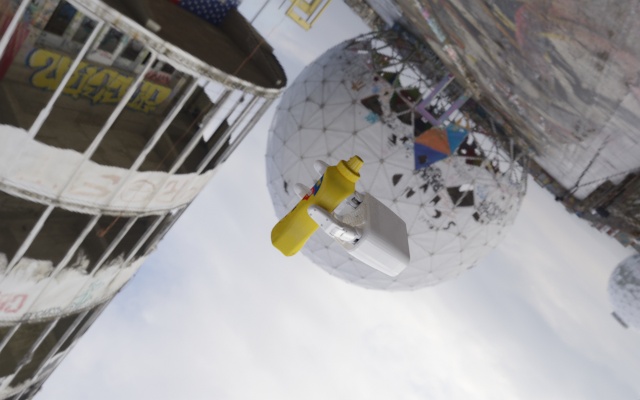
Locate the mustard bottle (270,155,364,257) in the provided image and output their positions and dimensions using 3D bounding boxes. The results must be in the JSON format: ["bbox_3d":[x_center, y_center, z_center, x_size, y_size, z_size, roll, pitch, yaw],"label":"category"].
[{"bbox_3d":[0.000,0.002,0.769,0.058,0.192,0.096,41,18,-5],"label":"mustard bottle"}]
